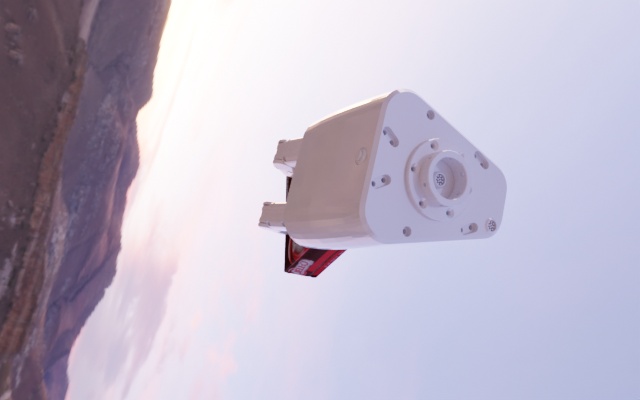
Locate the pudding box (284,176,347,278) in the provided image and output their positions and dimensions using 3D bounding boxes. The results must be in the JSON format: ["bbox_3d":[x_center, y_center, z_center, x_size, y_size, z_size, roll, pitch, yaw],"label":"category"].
[{"bbox_3d":[0.000,0.001,0.435,0.039,0.113,0.090,17,-39,-22],"label":"pudding box"}]
